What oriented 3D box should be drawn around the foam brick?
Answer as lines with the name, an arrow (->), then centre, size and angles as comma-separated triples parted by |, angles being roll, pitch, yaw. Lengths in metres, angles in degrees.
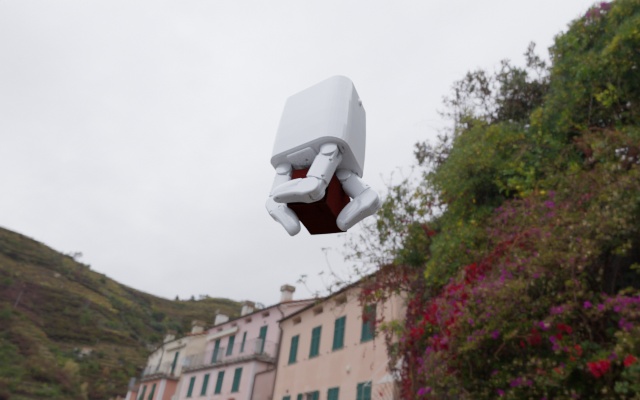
foam brick -> 0.000, 0.002, 0.590 | 0.053, 0.051, 0.078 | -5, -33, 21
